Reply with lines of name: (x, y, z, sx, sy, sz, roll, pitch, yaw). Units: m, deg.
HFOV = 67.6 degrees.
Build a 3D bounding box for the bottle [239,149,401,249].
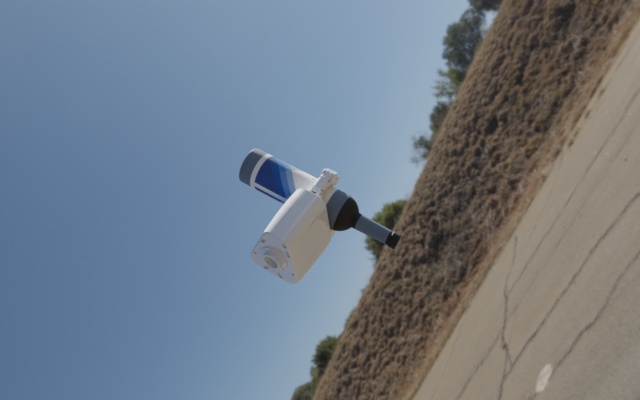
bottle: (0.000, 0.002, 0.819, 0.295, 0.069, 0.069, 27, 7, 14)
